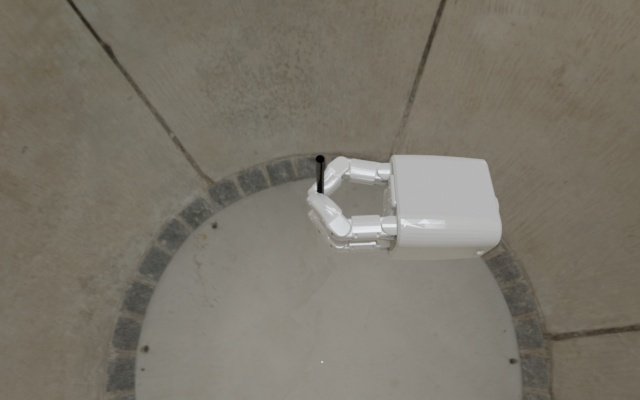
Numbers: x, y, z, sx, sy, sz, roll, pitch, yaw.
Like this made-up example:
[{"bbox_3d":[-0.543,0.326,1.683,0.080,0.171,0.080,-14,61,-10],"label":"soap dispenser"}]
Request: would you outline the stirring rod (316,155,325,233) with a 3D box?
[{"bbox_3d":[0.000,0.002,0.537,0.011,0.011,0.240,0,-19,0],"label":"stirring rod"}]
